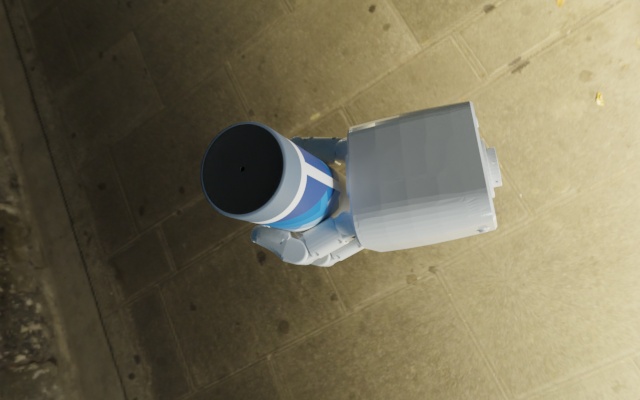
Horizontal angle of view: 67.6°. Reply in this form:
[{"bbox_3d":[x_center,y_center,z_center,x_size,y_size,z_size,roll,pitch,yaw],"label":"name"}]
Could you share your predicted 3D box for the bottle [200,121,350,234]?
[{"bbox_3d":[0.000,0.001,0.453,0.069,0.069,0.296,0,-9,21],"label":"bottle"}]
